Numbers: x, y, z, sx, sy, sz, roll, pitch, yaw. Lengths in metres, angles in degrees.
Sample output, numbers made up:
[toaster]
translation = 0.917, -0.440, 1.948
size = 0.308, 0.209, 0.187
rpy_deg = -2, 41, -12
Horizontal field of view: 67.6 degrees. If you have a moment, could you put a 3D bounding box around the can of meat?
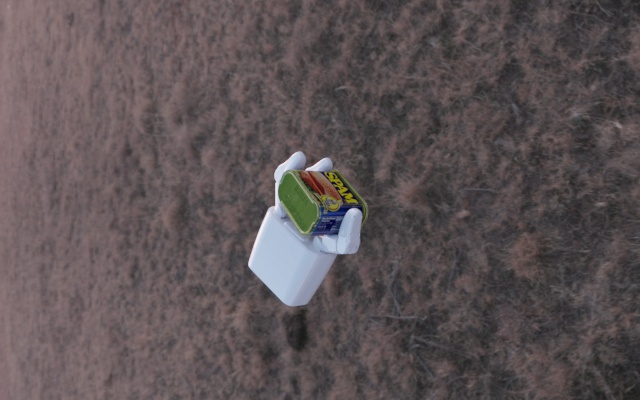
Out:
[can of meat]
translation = 0.000, 0.002, 0.644
size = 0.084, 0.057, 0.102
rpy_deg = 0, 40, -38
